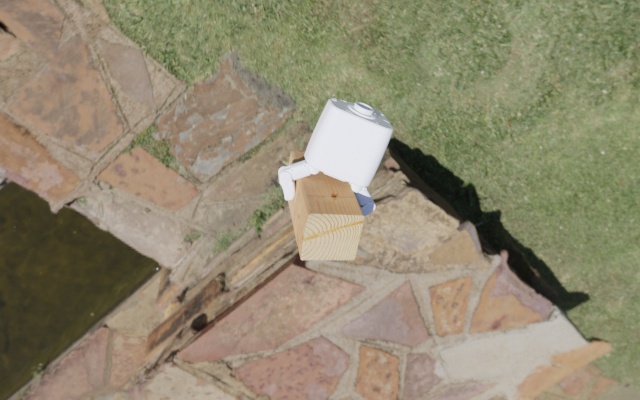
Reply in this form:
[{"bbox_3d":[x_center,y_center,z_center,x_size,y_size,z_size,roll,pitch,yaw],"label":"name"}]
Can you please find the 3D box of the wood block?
[{"bbox_3d":[0.000,0.002,0.815,0.091,0.090,0.206,2,32,-13],"label":"wood block"}]
